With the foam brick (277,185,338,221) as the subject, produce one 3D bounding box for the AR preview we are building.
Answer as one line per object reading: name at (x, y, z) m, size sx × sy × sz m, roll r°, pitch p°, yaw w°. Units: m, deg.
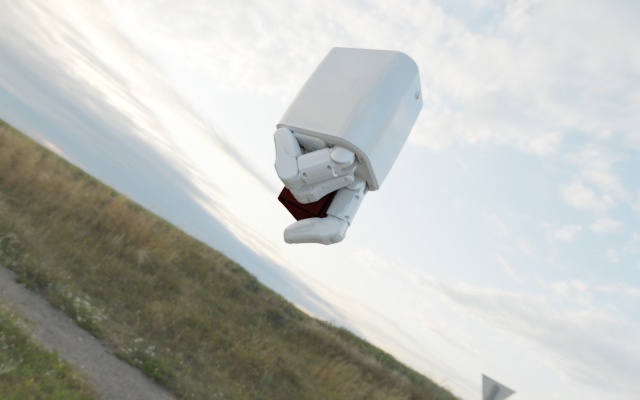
foam brick at (0.000, 0.002, 0.499) m, size 0.053 × 0.051 × 0.078 m, roll 25°, pitch -15°, yaw 24°
